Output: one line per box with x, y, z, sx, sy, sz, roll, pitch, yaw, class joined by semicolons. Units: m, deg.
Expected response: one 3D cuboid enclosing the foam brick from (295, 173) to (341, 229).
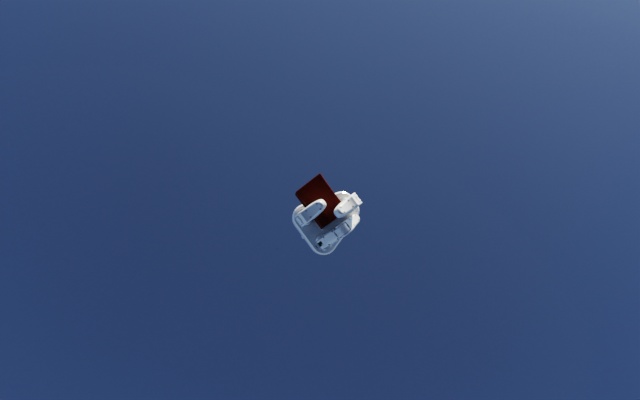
0.000;0.002;0.805;0.053;0.078;0.051;-36;-1;-6;foam brick
